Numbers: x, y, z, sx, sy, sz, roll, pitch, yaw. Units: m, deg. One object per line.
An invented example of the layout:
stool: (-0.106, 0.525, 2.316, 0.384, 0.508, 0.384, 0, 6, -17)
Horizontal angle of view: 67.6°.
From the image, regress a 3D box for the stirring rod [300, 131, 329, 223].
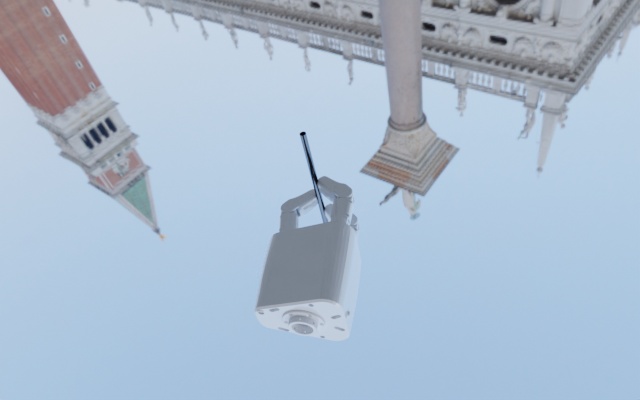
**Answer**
stirring rod: (0.000, 0.002, 0.650, 0.011, 0.011, 0.240, 0, -42, 14)
